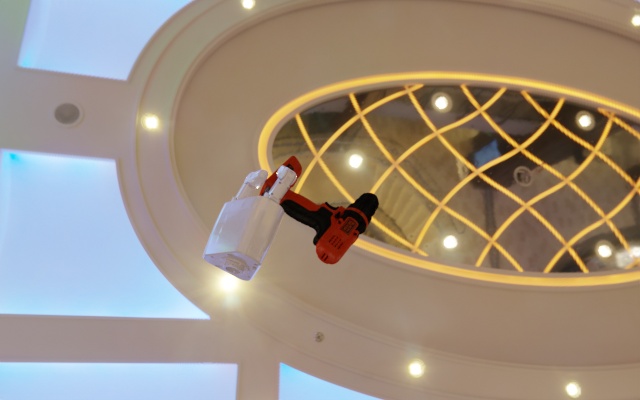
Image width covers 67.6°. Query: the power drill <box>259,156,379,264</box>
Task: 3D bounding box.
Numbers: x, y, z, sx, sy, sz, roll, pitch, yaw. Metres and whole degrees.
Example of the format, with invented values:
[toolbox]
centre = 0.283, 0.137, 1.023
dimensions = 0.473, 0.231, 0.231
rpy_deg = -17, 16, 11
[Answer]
[power drill]
centre = 0.000, 0.003, 0.850
dimensions = 0.187, 0.057, 0.184
rpy_deg = 36, 46, 7
